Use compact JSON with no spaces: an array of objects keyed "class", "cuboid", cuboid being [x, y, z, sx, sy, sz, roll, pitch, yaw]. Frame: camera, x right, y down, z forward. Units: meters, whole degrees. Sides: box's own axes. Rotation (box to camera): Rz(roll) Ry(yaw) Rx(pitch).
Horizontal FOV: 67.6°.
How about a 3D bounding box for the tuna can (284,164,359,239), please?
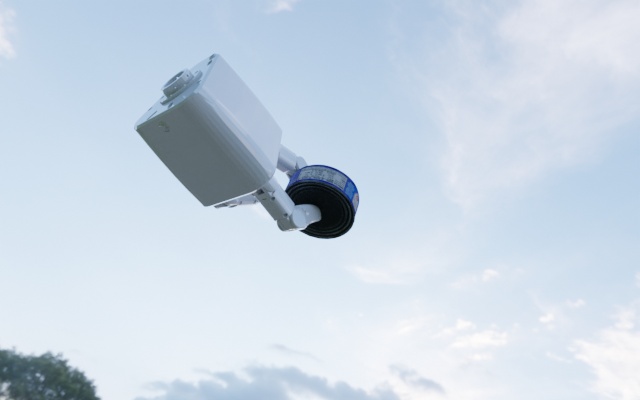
[{"class":"tuna can","cuboid":[0.000,0.001,0.539,0.086,0.086,0.033,0,41,19]}]
